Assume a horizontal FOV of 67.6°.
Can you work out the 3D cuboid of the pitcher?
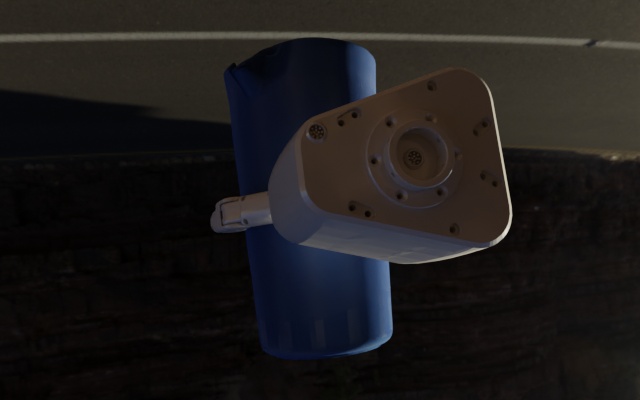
[{"bbox_3d":[0.000,0.001,0.413,0.149,0.243,0.145,-4,-8,-13],"label":"pitcher"}]
